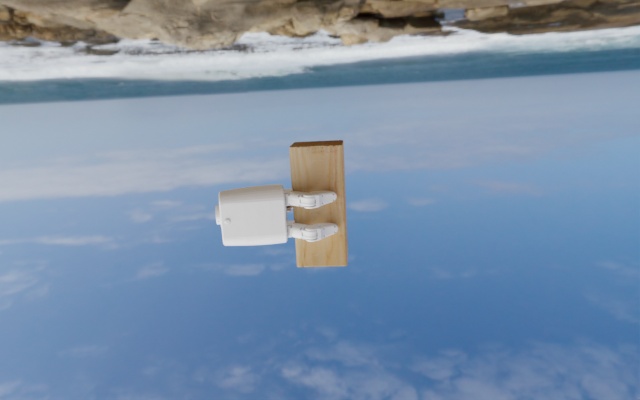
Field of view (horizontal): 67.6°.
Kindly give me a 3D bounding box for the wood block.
[{"bbox_3d":[0.000,0.003,0.834,0.090,0.206,0.091,-2,13,3],"label":"wood block"}]
